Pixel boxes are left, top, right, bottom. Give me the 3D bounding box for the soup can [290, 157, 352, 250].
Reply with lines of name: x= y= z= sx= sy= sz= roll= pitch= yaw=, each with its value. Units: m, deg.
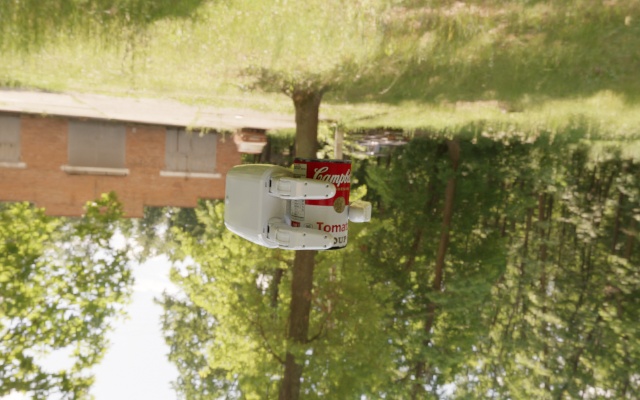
soup can: x=0.000 y=0.002 z=0.556 sx=0.068 sy=0.102 sz=0.068 roll=3 pitch=5 yaw=0
